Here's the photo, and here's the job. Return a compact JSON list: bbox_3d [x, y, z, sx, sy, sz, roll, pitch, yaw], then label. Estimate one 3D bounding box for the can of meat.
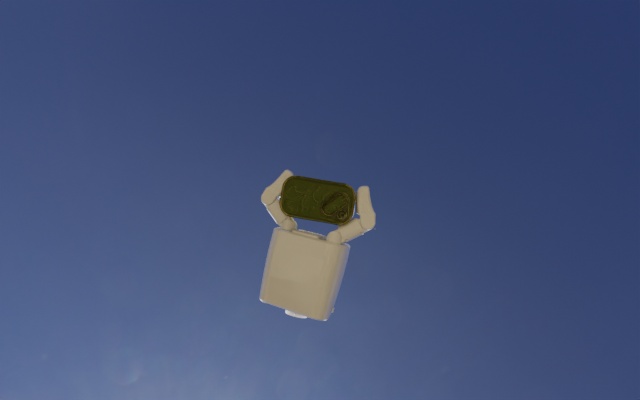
[{"bbox_3d":[0.000,0.002,0.684,0.102,0.057,0.084,9,-3,7],"label":"can of meat"}]
